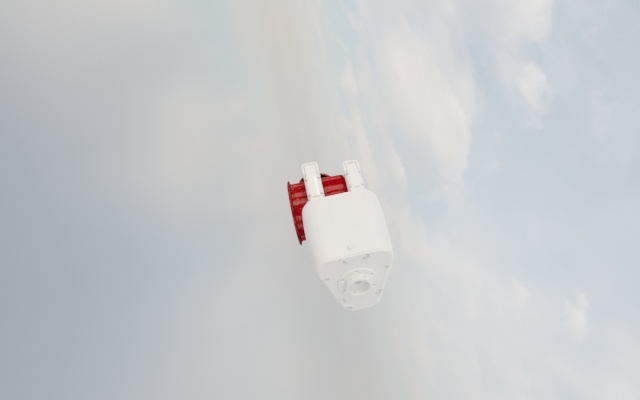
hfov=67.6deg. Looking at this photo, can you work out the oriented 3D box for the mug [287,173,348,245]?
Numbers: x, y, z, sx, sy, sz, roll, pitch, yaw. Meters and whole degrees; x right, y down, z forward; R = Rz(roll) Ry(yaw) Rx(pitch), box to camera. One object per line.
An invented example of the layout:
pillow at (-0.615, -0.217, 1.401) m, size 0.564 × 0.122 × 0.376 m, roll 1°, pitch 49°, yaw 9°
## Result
mug at (0.000, 0.001, 0.688) m, size 0.081 × 0.093 × 0.117 m, roll -12°, pitch 42°, yaw 0°
